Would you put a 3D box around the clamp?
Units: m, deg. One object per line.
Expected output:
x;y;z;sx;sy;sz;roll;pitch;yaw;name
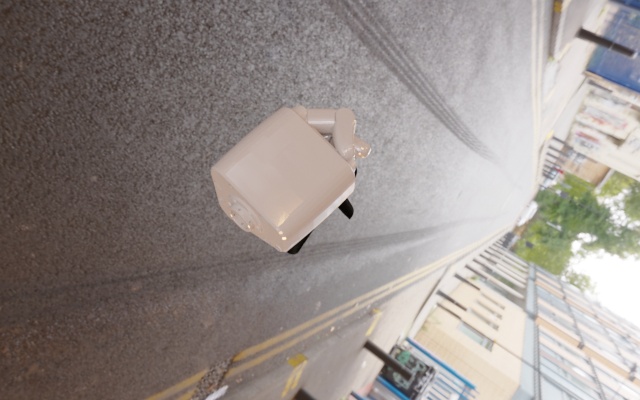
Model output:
0.001;0.002;0.609;0.039;0.120;0.172;38;-26;24;clamp
